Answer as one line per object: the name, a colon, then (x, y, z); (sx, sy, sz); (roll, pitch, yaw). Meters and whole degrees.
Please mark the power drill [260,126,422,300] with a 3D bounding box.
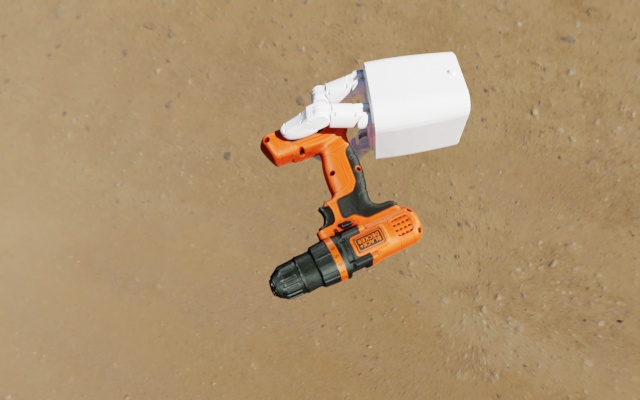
power drill: (0.000, 0.001, 0.554); (0.184, 0.187, 0.057); (-23, -12, -11)
